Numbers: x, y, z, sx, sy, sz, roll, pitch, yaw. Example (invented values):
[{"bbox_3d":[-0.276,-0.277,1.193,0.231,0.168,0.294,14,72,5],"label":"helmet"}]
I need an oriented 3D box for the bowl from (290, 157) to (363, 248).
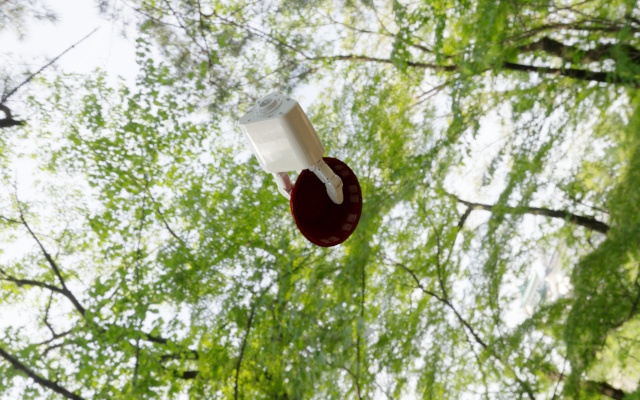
[{"bbox_3d":[0.000,0.004,0.870,0.162,0.162,0.055,0,0,-38],"label":"bowl"}]
